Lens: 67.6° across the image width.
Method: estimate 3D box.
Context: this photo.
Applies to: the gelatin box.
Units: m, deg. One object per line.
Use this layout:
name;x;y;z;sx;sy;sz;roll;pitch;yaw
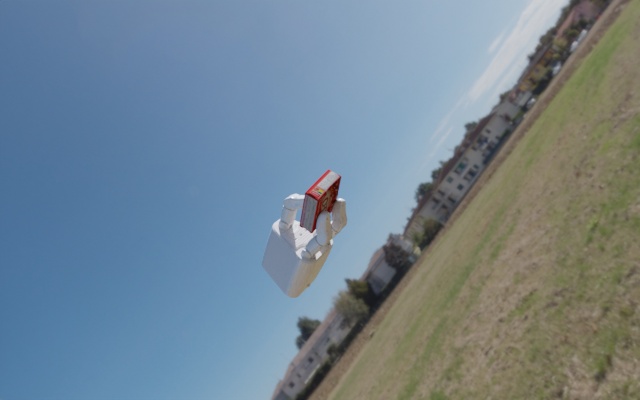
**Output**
gelatin box;0.000;0.002;0.815;0.030;0.089;0.073;30;49;17
